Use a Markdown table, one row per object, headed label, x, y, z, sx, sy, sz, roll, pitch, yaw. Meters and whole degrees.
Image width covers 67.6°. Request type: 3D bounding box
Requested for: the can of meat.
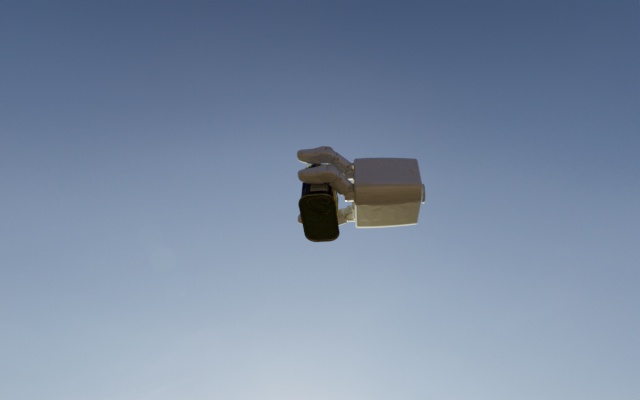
| label | x | y | z | sx | sy | sz | roll | pitch | yaw |
| --- | --- | --- | --- | --- | --- | --- | --- | --- | --- |
| can of meat | 0.000 | 0.002 | 0.778 | 0.057 | 0.102 | 0.083 | -4 | 41 | 7 |
